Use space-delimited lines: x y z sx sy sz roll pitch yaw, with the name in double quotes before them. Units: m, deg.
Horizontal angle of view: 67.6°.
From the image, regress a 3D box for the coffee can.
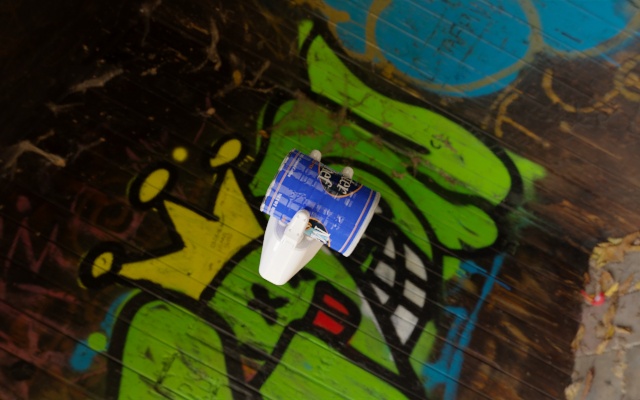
"coffee can" 0.000 0.002 0.683 0.140 0.103 0.103 28 0 0
